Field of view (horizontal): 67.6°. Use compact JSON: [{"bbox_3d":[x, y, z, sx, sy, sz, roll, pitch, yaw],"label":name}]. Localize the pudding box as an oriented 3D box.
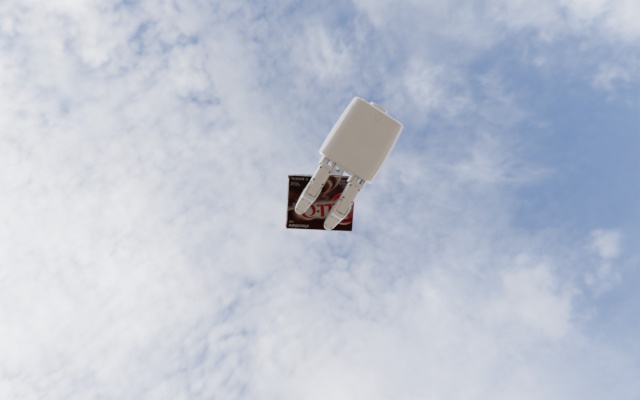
[{"bbox_3d":[0.000,0.003,0.794,0.113,0.090,0.039,3,10,-4],"label":"pudding box"}]
